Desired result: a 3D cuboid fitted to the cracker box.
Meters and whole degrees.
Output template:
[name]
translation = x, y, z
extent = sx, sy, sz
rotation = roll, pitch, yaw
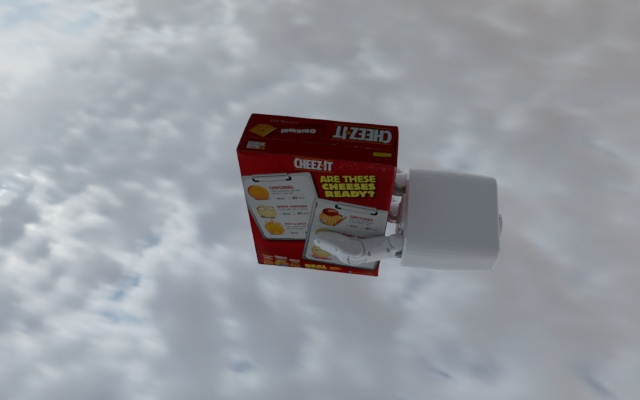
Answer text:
[cracker box]
translation = 0.000, 0.002, 0.571
extent = 0.164, 0.072, 0.214
rotation = 6, -40, 5
